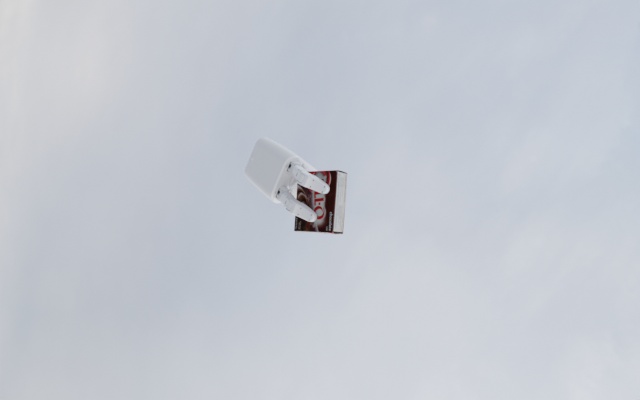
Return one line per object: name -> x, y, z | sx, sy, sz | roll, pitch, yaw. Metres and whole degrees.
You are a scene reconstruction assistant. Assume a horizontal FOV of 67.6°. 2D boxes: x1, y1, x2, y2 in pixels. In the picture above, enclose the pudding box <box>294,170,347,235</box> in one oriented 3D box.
pudding box -> 0.000, 0.003, 0.859 | 0.090, 0.113, 0.039 | 0, -4, 39
